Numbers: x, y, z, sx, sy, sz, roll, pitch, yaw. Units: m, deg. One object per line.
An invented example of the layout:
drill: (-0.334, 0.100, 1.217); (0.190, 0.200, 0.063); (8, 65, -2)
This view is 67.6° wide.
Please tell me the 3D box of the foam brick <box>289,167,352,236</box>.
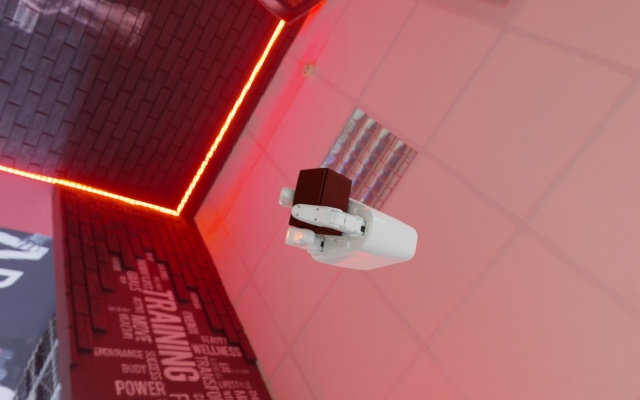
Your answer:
foam brick: (0.000, 0.002, 0.621); (0.051, 0.078, 0.053); (20, -12, -42)
